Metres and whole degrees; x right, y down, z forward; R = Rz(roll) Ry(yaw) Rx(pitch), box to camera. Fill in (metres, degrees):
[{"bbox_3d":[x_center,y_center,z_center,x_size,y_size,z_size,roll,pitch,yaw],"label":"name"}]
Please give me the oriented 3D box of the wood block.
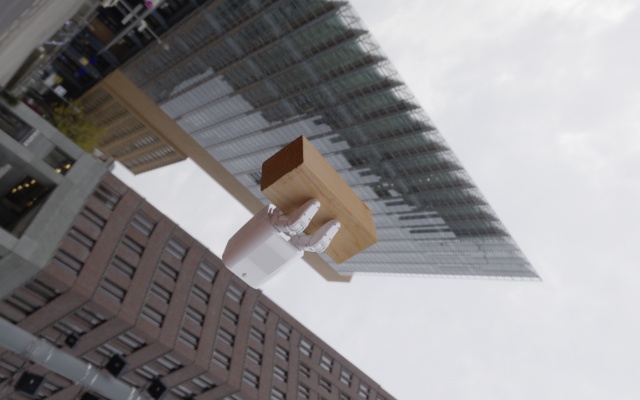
[{"bbox_3d":[0.000,0.003,0.814,0.090,0.206,0.090,-33,32,18],"label":"wood block"}]
